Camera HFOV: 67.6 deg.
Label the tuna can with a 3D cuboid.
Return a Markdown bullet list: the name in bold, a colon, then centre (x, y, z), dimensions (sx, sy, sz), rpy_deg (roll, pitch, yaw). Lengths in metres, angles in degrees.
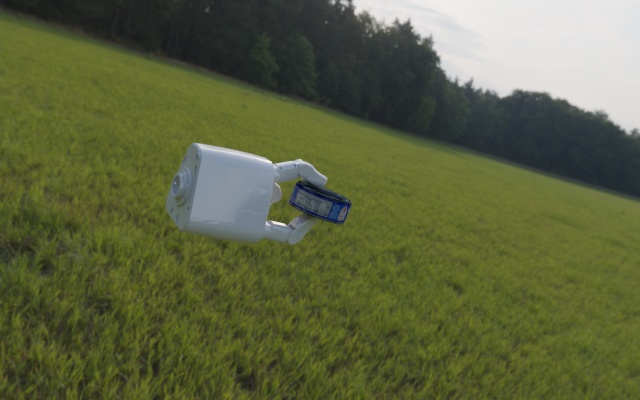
- **tuna can**: centre (0.000, 0.002, 0.680), dimensions (0.086, 0.034, 0.086), rpy_deg (21, 8, -3)
